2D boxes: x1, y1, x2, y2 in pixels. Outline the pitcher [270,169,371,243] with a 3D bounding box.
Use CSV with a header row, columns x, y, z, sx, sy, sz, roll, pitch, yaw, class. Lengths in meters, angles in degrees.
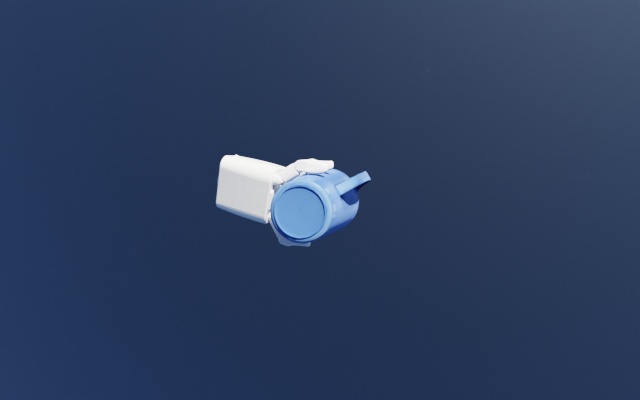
x,y,z,sx,sy,sz,roll,pitch,yaw,class
0.000,0.003,0.896,0.145,0.149,0.243,17,8,10,pitcher
